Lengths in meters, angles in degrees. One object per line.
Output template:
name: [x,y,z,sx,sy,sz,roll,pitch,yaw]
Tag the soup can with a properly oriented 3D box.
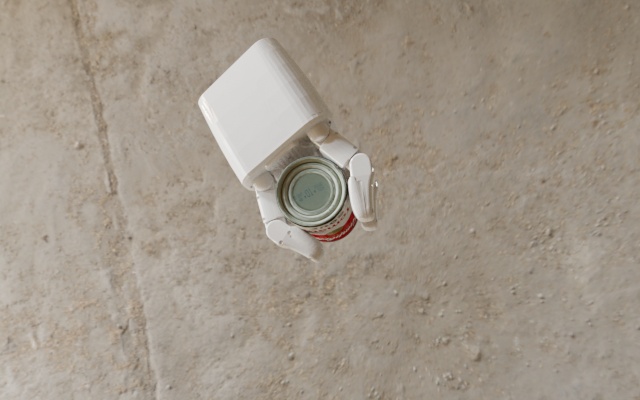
soup can: [0.000,0.002,0.474,0.068,0.068,0.102,0,-12,10]
